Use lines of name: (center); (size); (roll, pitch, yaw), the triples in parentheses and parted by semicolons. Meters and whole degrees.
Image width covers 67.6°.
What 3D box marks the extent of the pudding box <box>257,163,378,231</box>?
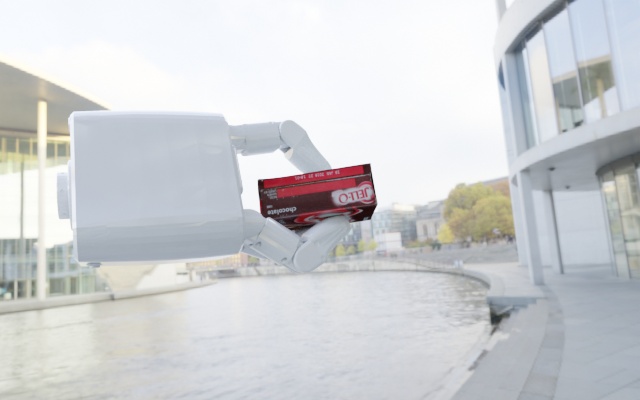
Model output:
pudding box: (0.000, 0.001, 0.411); (0.090, 0.039, 0.113); (-7, -6, 2)
